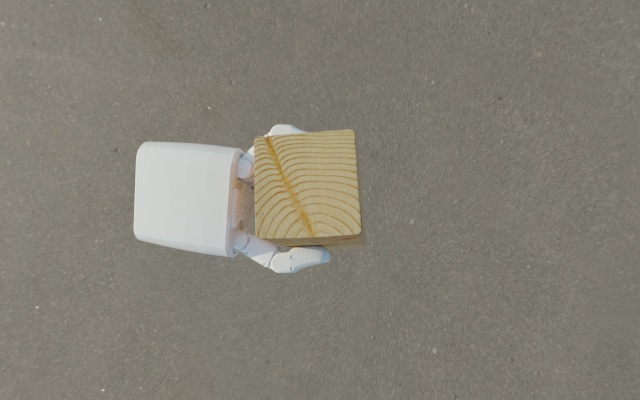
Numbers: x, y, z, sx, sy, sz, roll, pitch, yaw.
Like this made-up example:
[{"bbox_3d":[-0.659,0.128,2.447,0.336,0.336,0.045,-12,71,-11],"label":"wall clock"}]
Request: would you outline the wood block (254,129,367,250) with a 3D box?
[{"bbox_3d":[0.000,0.002,0.498,0.090,0.091,0.206,-3,-9,6],"label":"wood block"}]
